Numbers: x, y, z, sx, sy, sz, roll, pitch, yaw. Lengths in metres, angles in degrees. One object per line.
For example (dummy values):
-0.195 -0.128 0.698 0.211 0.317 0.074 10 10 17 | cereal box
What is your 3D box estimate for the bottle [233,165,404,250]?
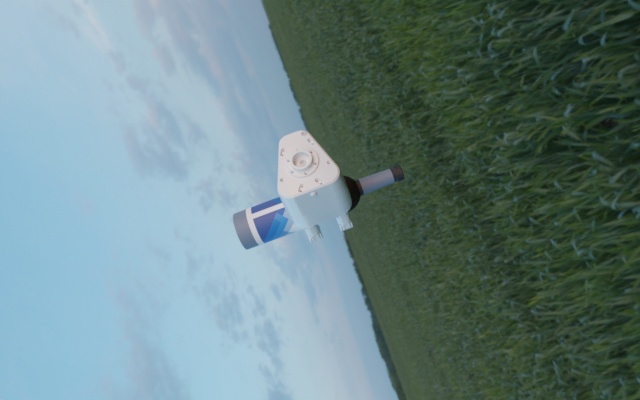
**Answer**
0.000 0.003 0.816 0.296 0.069 0.069 -20 -1 2 | bottle
